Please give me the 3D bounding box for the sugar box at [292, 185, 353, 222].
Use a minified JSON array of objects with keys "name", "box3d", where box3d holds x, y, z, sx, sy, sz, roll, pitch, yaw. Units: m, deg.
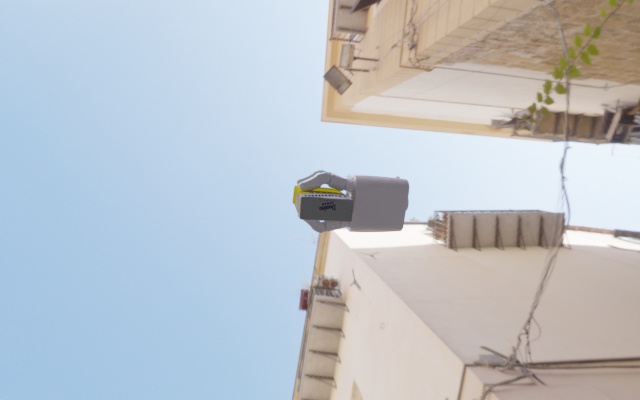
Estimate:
[{"name":"sugar box","box3d":[0.000,0.002,0.892,0.093,0.048,0.176,3,5,-8]}]
